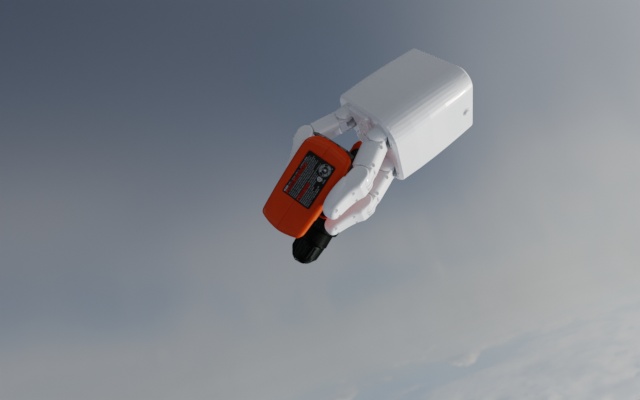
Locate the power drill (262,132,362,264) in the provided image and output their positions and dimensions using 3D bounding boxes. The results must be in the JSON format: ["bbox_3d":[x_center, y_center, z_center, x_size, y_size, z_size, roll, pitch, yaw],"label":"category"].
[{"bbox_3d":[0.000,0.002,0.567,0.057,0.184,0.187,33,7,13],"label":"power drill"}]
